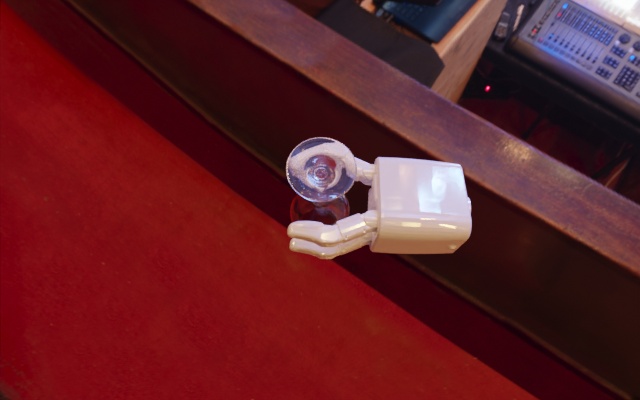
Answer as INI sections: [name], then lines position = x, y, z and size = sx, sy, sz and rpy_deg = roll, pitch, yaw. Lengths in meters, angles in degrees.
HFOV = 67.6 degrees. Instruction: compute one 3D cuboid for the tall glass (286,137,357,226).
[tall glass]
position = 0.000, 0.002, 0.589
size = 0.079, 0.079, 0.201
rpy_deg = 0, -21, -1
